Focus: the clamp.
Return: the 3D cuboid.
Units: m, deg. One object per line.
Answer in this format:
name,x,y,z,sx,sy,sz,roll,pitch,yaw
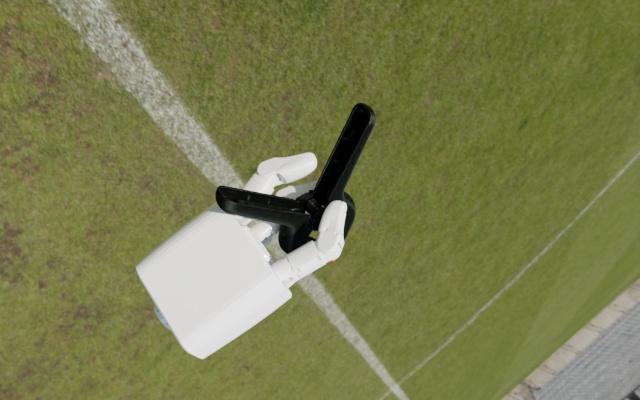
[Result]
clamp,0.000,0.003,0.498,0.164,0.036,0.210,-35,-32,-6
